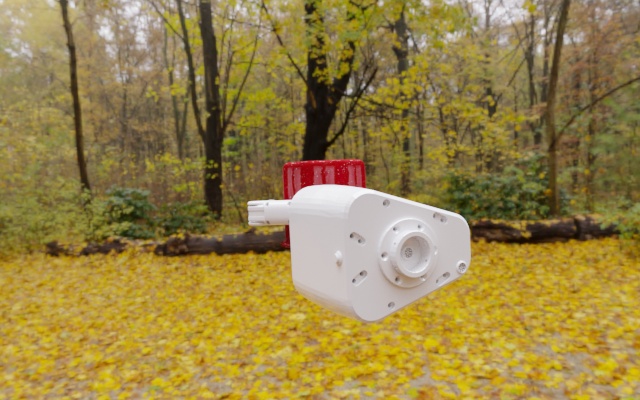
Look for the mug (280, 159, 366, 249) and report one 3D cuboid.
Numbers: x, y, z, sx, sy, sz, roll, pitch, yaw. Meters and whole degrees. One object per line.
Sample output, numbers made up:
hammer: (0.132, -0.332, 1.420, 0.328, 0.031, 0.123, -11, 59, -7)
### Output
mug: (0.000, 0.001, 0.486, 0.093, 0.081, 0.117, -4, 3, -23)
